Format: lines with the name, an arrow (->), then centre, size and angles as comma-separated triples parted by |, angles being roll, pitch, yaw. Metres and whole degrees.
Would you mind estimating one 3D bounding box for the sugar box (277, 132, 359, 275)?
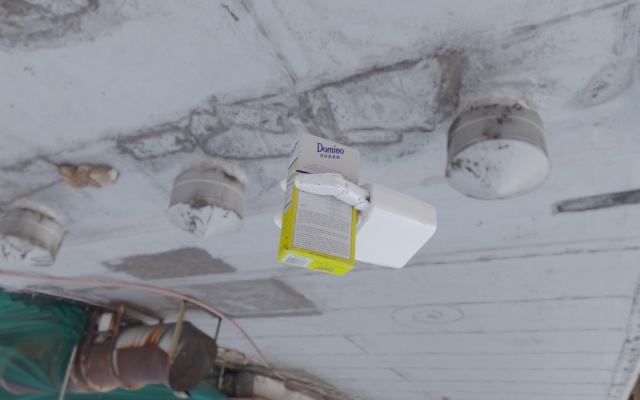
sugar box -> 0.000, 0.002, 0.633 | 0.093, 0.176, 0.048 | 16, -32, -19
